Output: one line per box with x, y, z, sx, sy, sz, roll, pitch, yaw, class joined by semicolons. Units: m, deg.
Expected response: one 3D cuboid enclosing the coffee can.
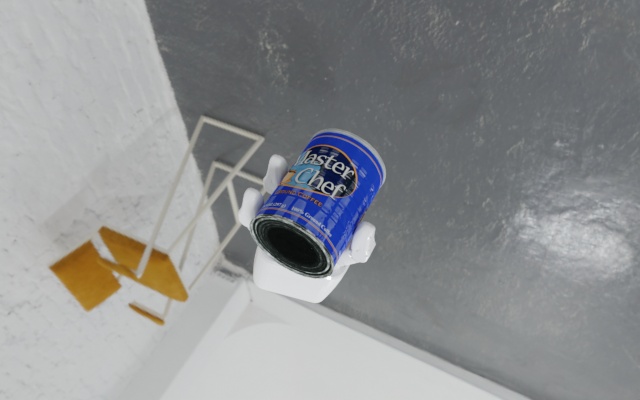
0.000;0.002;0.542;0.103;0.140;0.103;23;-34;16;coffee can
